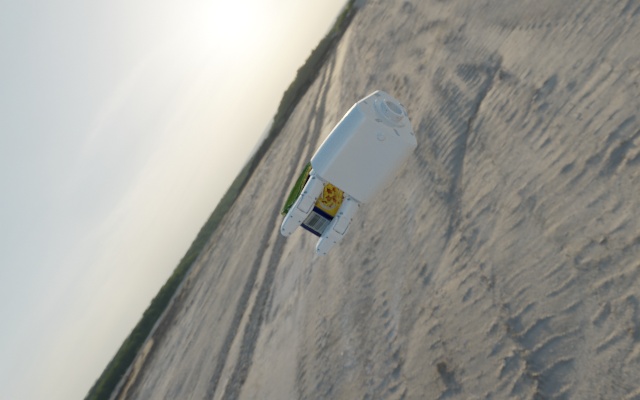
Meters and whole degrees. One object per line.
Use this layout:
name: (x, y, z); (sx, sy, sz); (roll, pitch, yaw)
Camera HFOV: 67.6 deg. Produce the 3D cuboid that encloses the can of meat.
can of meat: (0.000, 0.002, 0.680); (0.084, 0.102, 0.057); (32, -51, -10)
